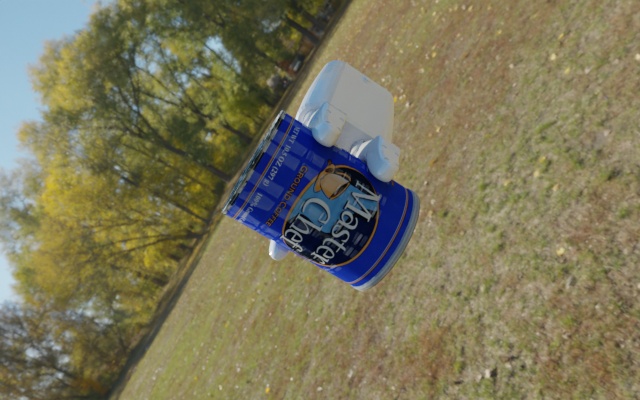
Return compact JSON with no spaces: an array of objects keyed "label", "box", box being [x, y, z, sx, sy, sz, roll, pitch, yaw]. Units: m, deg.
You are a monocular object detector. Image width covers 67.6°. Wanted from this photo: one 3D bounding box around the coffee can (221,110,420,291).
[{"label":"coffee can","box":[0.000,0.002,0.420,0.140,0.103,0.103,31,-7,-11]}]
